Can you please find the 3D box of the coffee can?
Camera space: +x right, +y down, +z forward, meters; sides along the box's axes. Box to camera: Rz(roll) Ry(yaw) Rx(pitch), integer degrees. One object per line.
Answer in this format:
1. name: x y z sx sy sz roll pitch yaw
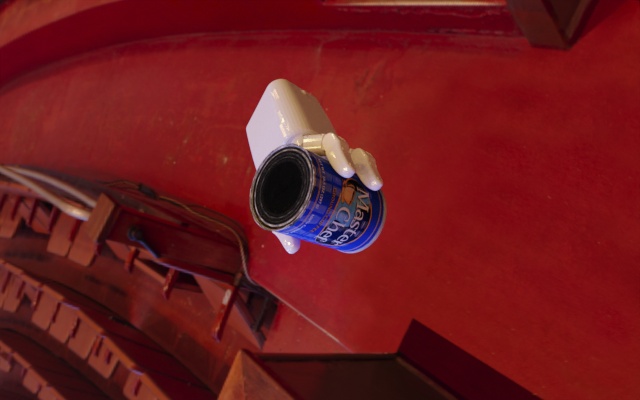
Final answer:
1. coffee can: 0.000 0.002 0.583 0.103 0.102 0.140 0 -14 42
